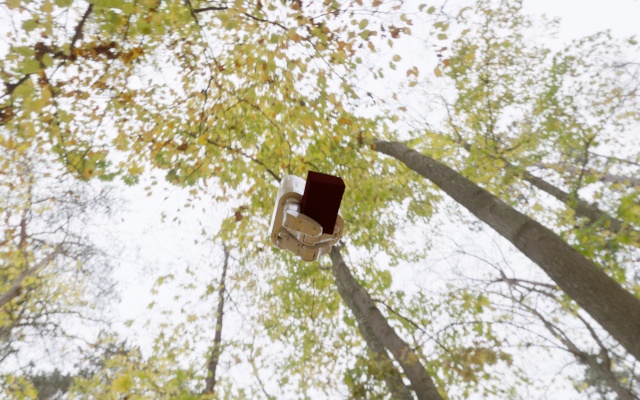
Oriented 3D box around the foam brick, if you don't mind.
[{"bbox_3d":[0.000,0.002,0.699,0.053,0.078,0.051,12,19,-9],"label":"foam brick"}]
